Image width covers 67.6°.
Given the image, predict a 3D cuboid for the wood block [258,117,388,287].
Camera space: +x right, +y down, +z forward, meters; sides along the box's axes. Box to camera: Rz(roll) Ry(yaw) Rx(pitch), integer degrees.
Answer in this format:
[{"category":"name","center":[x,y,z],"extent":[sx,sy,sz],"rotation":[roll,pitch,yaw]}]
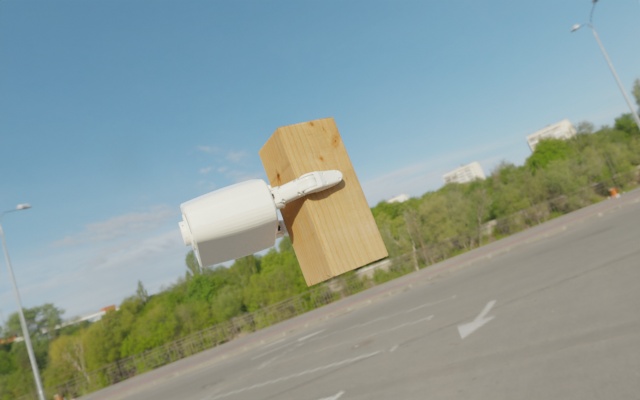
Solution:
[{"category":"wood block","center":[0.000,0.002,0.661],"extent":[0.090,0.206,0.091],"rotation":[-16,-10,-30]}]
